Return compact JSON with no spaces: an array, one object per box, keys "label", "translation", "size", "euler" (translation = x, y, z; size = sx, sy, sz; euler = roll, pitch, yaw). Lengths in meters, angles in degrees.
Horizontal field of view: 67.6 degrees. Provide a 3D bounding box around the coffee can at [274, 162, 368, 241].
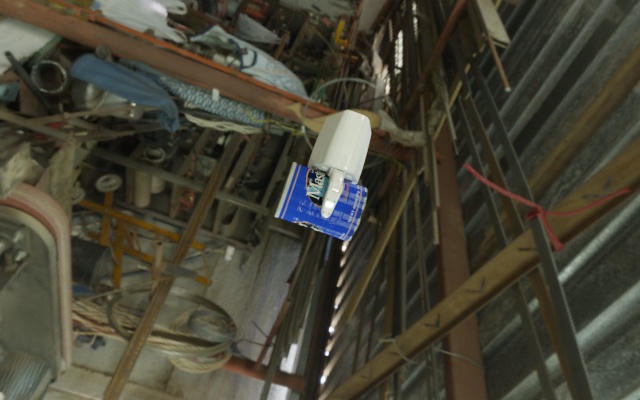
[{"label":"coffee can","translation":[0.000,0.003,0.853],"size":[0.140,0.103,0.103],"euler":[19,-2,-5]}]
